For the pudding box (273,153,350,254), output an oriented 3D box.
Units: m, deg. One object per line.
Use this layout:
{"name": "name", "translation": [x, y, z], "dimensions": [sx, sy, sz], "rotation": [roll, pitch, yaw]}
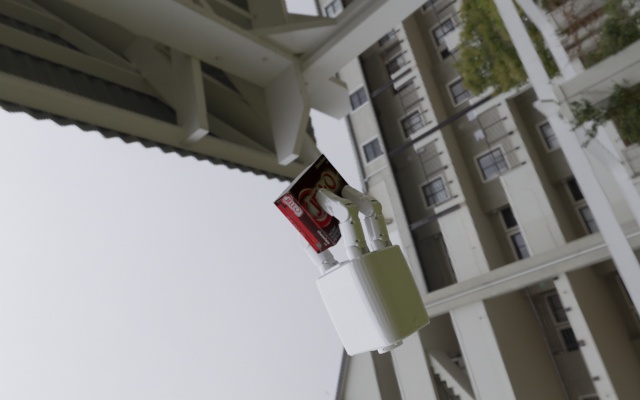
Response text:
{"name": "pudding box", "translation": [0.000, 0.002, 0.630], "dimensions": [0.039, 0.090, 0.113], "rotation": [-33, 12, 35]}
